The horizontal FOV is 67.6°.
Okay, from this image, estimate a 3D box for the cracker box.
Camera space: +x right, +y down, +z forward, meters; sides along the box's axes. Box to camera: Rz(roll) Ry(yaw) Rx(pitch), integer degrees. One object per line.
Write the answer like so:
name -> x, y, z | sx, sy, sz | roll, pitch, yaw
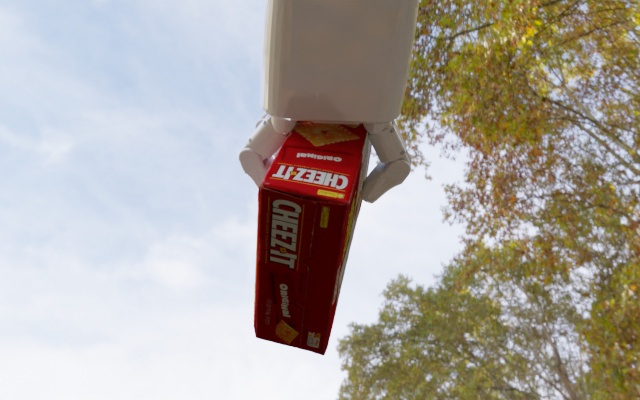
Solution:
cracker box -> 0.000, 0.001, 0.444 | 0.072, 0.164, 0.213 | 11, 36, 7
